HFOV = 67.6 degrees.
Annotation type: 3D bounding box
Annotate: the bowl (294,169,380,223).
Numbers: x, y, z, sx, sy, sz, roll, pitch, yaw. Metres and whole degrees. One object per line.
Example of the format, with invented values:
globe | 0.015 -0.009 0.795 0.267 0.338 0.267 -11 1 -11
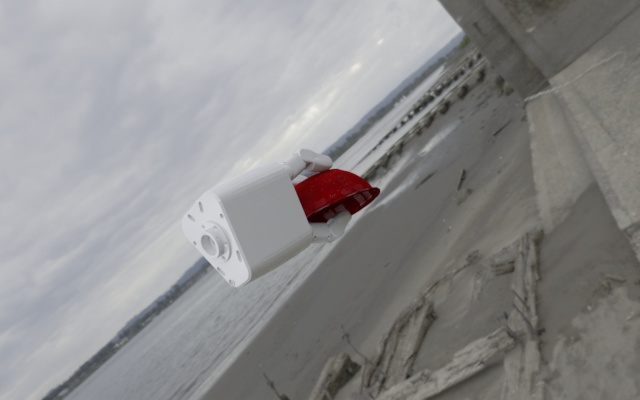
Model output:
bowl | 0.001 0.002 0.665 0.162 0.055 0.162 -26 -13 -6
